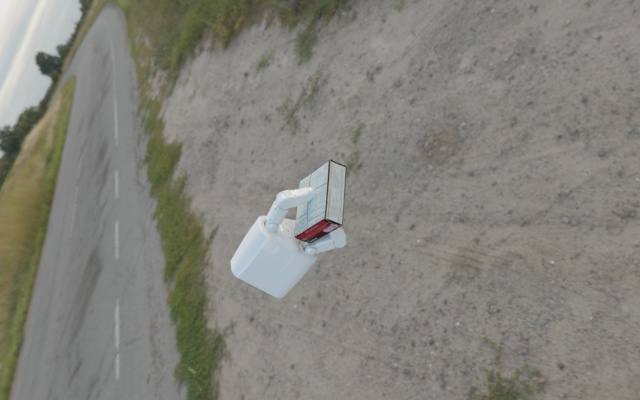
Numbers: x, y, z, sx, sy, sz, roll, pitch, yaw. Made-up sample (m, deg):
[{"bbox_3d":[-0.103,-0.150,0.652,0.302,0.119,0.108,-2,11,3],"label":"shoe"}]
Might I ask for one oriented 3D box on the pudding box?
[{"bbox_3d":[0.000,0.002,0.768,0.039,0.113,0.090,21,-33,-29],"label":"pudding box"}]
